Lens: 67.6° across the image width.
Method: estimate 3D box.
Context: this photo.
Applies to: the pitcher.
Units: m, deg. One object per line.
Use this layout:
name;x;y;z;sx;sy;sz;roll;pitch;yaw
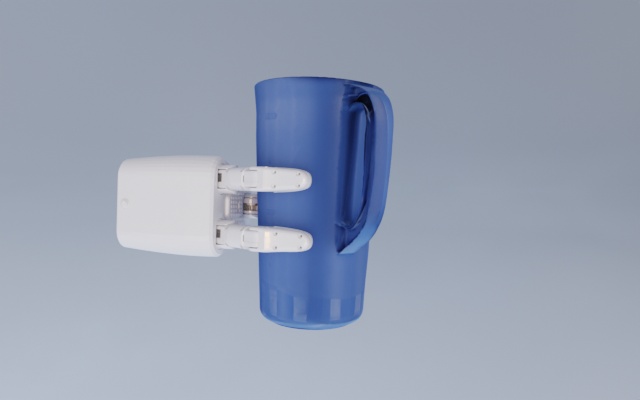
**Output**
pitcher;0.000;0.002;0.485;0.145;0.243;0.149;2;2;10
